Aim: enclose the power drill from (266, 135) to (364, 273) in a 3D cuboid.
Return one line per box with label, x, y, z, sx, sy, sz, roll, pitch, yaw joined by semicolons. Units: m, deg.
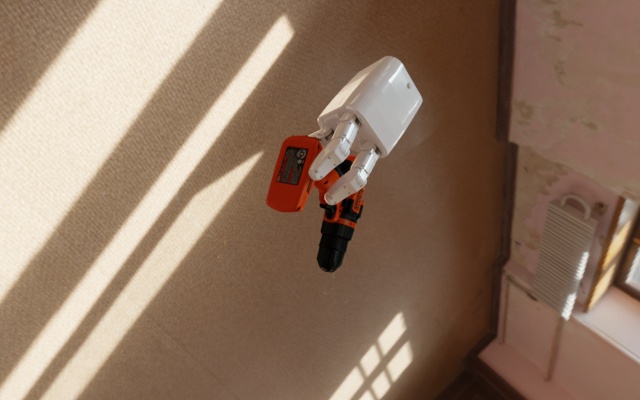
power drill;0.000;0.002;0.680;0.057;0.184;0.188;8;-11;29
